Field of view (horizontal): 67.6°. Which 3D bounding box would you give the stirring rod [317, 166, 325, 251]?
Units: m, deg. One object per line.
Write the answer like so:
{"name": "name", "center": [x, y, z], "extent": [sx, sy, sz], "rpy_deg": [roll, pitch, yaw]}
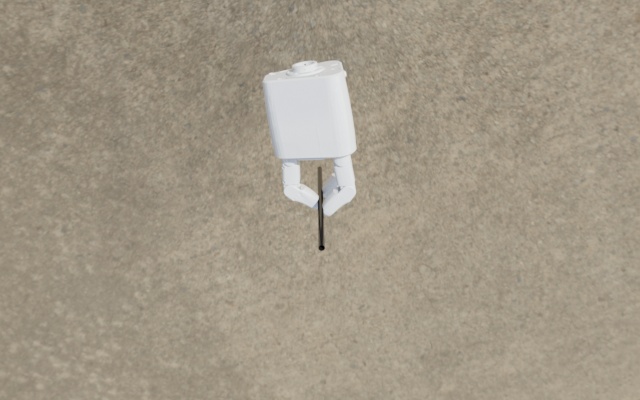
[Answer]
{"name": "stirring rod", "center": [0.000, 0.002, 0.679], "extent": [0.011, 0.011, 0.239], "rpy_deg": [0, 27, -1]}
